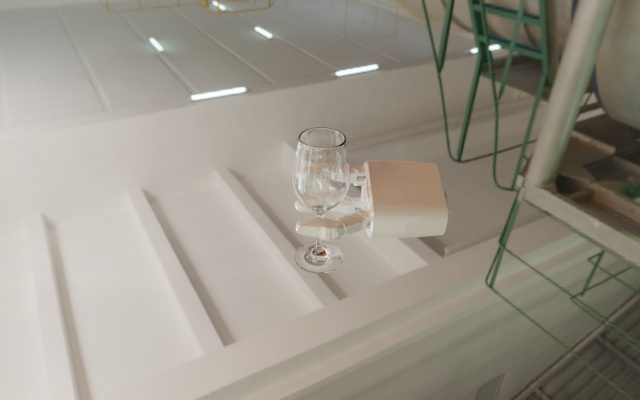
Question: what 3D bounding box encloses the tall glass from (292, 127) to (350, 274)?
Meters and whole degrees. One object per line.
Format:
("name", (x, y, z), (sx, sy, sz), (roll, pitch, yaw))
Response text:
("tall glass", (0.000, 0.003, 0.666), (0.079, 0.201, 0.079), (1, 33, -1))
